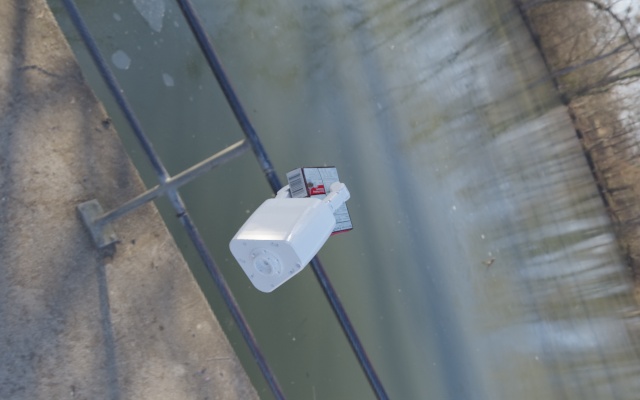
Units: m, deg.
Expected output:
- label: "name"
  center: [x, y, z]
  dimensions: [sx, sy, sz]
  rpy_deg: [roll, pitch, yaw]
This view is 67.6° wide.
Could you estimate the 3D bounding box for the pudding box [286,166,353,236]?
- label: "pudding box"
  center: [0.000, 0.002, 0.761]
  dimensions: [0.039, 0.113, 0.090]
  rpy_deg: [-19, -8, 37]
